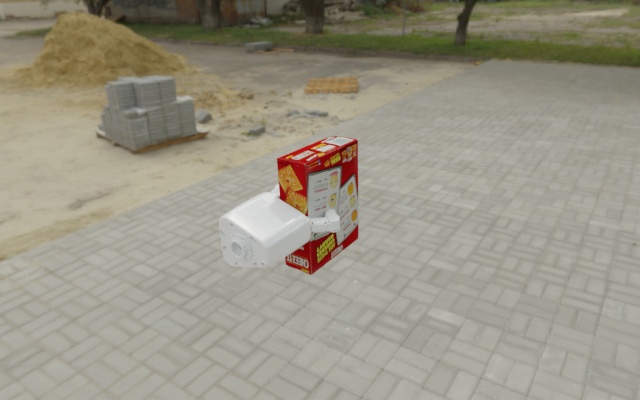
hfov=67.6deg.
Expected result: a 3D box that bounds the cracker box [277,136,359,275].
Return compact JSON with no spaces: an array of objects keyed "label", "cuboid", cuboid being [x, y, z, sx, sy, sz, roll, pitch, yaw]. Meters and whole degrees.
[{"label":"cracker box","cuboid":[0.000,0.003,0.888,0.072,0.214,0.164,15,30,33]}]
